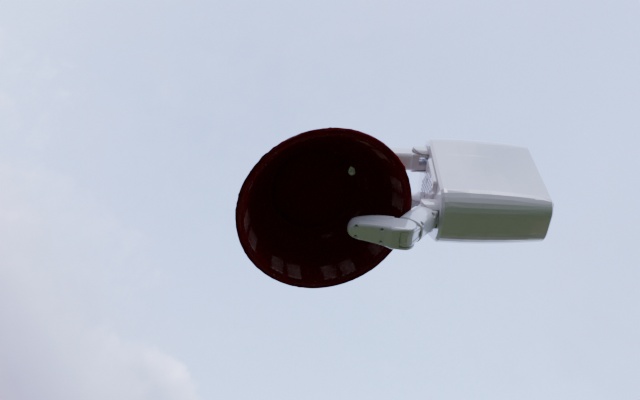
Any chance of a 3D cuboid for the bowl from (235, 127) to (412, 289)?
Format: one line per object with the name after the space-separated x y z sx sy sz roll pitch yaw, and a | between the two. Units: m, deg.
-0.001 0.001 0.446 0.162 0.162 0.055 0 27 -14 | bowl
